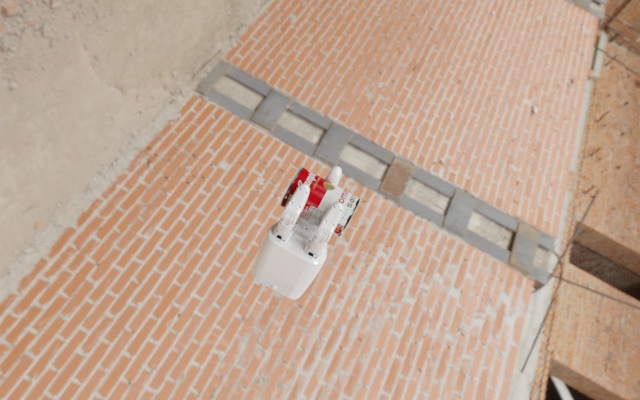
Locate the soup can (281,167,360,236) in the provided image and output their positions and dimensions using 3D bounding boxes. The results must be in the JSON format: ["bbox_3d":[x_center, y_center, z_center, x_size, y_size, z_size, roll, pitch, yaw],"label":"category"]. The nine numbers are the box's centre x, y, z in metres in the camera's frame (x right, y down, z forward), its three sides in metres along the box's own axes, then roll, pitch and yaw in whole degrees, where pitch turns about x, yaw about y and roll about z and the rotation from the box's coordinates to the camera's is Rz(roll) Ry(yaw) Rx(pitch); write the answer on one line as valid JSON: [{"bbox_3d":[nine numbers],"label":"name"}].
[{"bbox_3d":[0.001,0.002,0.721,0.102,0.068,0.068,29,1,1],"label":"soup can"}]
